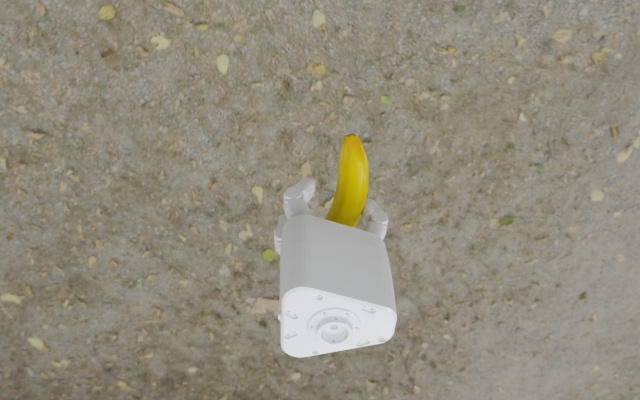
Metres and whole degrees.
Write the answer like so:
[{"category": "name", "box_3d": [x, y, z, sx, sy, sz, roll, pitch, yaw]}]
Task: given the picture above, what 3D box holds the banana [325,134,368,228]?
[{"category": "banana", "box_3d": [0.015, 0.013, 0.581, 0.069, 0.198, 0.037, 27, 30, -10]}]
